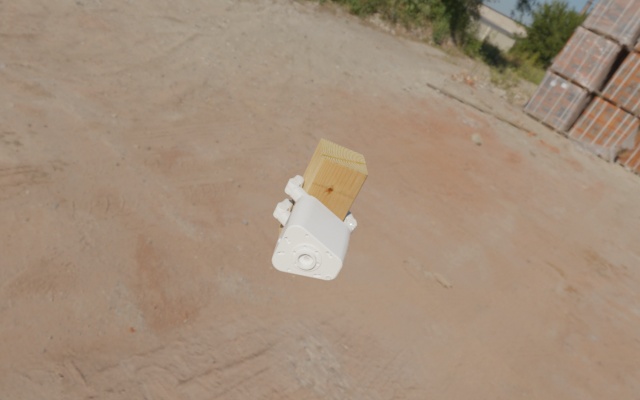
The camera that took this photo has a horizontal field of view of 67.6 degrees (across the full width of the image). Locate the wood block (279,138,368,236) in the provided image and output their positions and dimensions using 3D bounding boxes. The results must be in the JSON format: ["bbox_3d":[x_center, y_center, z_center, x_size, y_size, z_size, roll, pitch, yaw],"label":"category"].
[{"bbox_3d":[0.000,0.003,0.898,0.091,0.206,0.090,21,27,-13],"label":"wood block"}]
